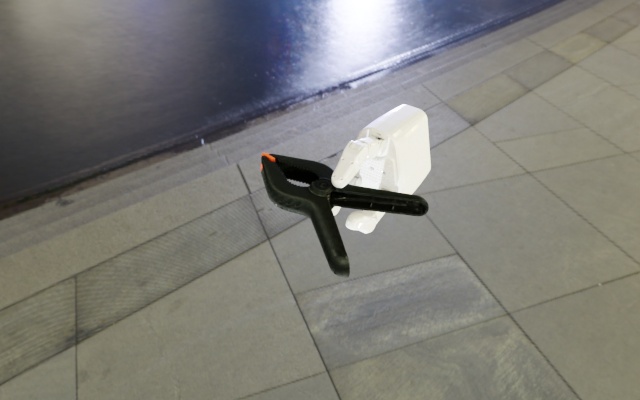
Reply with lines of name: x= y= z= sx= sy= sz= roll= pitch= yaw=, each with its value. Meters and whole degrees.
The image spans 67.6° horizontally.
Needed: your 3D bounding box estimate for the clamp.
clamp: x=0.000 y=0.001 z=0.556 sx=0.210 sy=0.036 sz=0.164 roll=26 pitch=40 yaw=24
